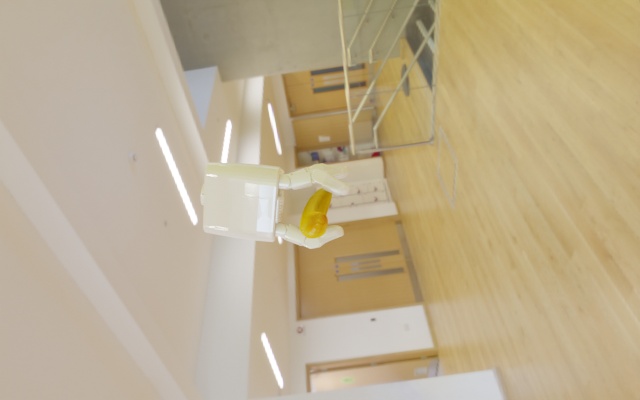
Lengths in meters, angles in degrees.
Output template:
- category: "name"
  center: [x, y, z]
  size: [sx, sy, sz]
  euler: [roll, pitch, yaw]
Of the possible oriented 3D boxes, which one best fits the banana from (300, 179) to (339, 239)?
- category: "banana"
  center: [-0.006, 0.017, 0.692]
  size: [0.037, 0.070, 0.197]
  euler: [21, 20, -2]
